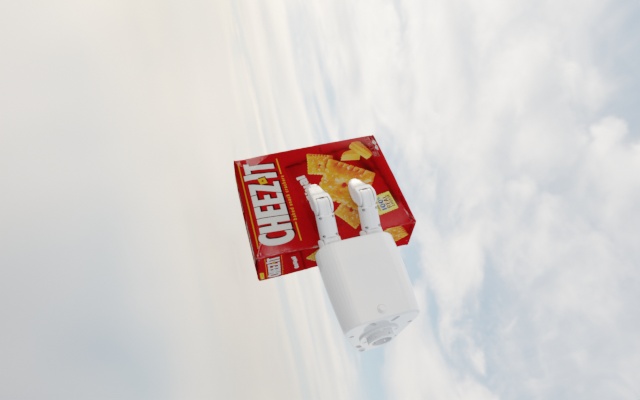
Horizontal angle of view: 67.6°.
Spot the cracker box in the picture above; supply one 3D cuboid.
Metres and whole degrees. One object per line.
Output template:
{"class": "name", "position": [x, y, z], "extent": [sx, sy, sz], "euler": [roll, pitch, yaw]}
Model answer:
{"class": "cracker box", "position": [0.000, 0.002, 0.661], "extent": [0.213, 0.164, 0.072], "euler": [-12, -34, -11]}
